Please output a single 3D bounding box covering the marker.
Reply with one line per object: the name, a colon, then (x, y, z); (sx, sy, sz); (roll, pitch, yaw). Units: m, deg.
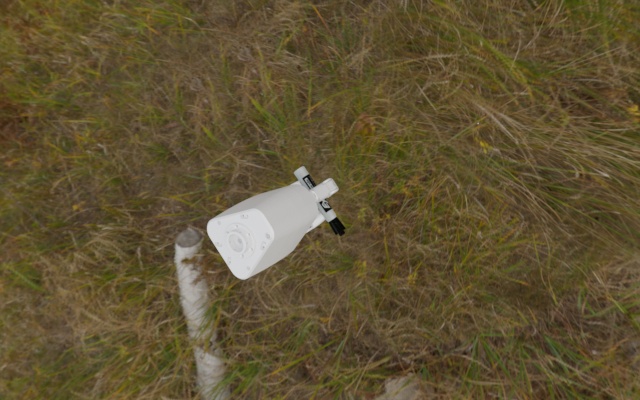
marker: (0.000, 0.002, 0.729); (0.020, 0.121, 0.020); (-34, -2, -2)
